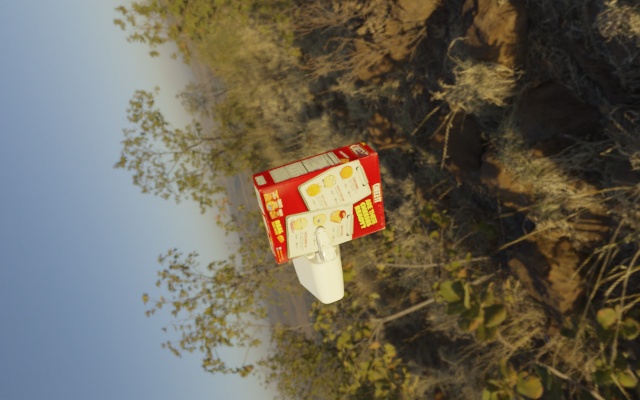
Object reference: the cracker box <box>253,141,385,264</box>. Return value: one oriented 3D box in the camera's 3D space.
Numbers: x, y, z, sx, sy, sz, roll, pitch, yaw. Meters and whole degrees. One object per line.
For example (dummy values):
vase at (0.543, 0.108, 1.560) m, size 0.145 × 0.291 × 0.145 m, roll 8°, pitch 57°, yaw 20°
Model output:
cracker box at (0.000, 0.003, 0.858) m, size 0.213 × 0.164 × 0.072 m, roll -18°, pitch 34°, yaw -11°
